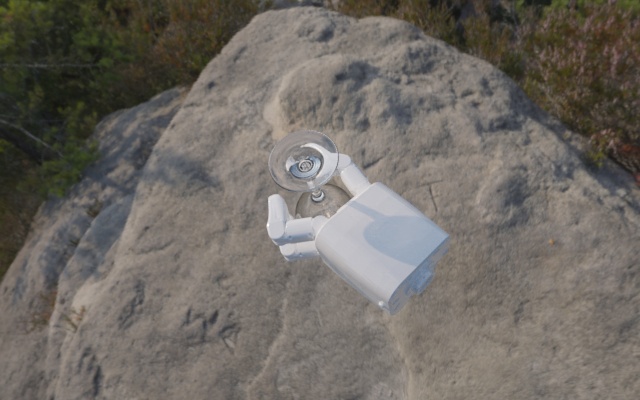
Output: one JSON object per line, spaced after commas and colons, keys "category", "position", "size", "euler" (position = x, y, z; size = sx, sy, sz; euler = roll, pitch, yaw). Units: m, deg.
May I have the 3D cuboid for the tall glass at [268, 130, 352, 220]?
{"category": "tall glass", "position": [0.000, 0.001, 0.578], "size": [0.079, 0.079, 0.201], "euler": [0, -26, 11]}
